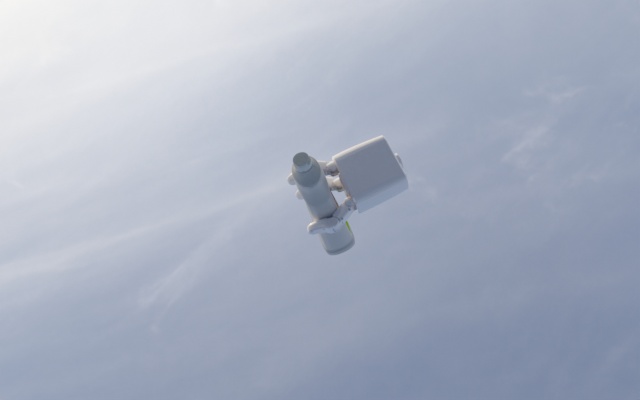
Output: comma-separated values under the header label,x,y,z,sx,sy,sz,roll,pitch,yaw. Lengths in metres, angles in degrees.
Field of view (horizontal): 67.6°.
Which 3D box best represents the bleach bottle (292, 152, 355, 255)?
label,x,y,z,sx,sy,sz,roll,pitch,yaw
bleach bottle,0.000,0.003,0.887,0.068,0.102,0.251,-24,-35,0
